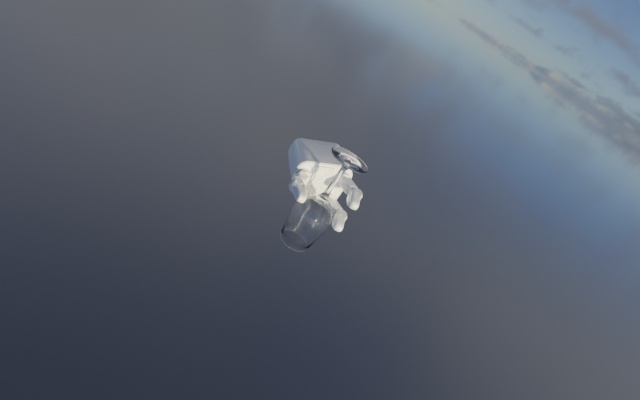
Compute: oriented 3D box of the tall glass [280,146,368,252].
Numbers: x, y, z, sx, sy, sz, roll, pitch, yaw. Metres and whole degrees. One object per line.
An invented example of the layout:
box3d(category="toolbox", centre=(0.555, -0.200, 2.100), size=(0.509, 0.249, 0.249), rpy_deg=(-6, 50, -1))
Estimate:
box3d(category="tall glass", centre=(0.000, 0.002, 0.869), size=(0.079, 0.201, 0.079), rpy_deg=(27, 26, -15))
